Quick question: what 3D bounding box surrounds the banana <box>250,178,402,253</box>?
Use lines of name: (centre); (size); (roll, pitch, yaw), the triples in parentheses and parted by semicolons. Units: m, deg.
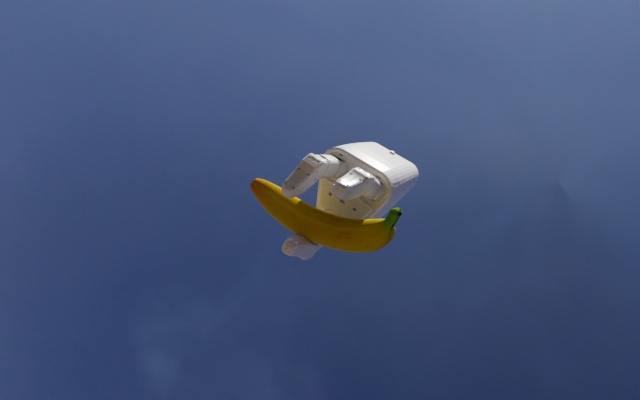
banana: (0.004, 0.019, 0.527); (0.198, 0.070, 0.037); (11, 28, 33)
